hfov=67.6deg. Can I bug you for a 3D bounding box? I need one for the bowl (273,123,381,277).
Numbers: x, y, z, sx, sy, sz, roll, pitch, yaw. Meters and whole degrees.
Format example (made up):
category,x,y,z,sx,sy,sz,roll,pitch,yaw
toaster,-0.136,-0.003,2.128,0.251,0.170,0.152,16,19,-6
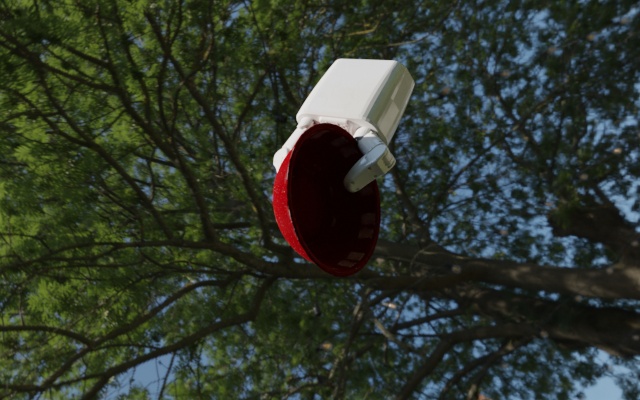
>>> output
category,x,y,z,sx,sy,sz,roll,pitch,yaw
bowl,-0.001,0.003,0.512,0.055,0.162,0.162,-10,-6,37
